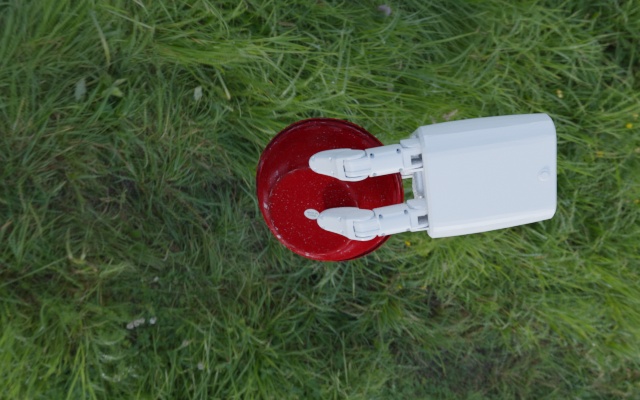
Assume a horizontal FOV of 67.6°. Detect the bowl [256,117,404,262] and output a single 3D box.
[{"bbox_3d":[-0.001,0.002,0.480,0.162,0.162,0.055,0,22,17],"label":"bowl"}]
